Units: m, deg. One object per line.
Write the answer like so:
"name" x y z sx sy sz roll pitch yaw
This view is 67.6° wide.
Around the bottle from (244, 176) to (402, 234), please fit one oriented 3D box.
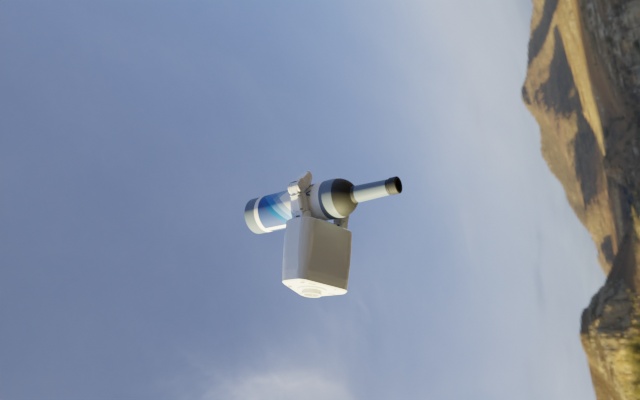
"bottle" 0.000 0.003 0.813 0.296 0.069 0.069 -13 -7 34
